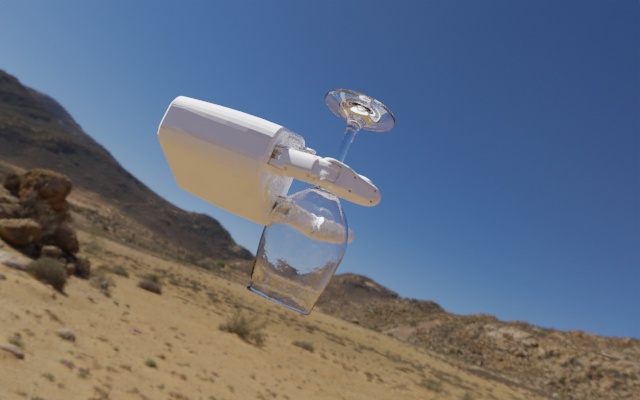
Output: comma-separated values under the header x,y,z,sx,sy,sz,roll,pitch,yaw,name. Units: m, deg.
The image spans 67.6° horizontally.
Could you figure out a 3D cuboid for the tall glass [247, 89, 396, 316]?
x,y,z,sx,sy,sz,roll,pitch,yaw,name
0.000,0.001,0.447,0.079,0.201,0.079,22,-12,5,tall glass
